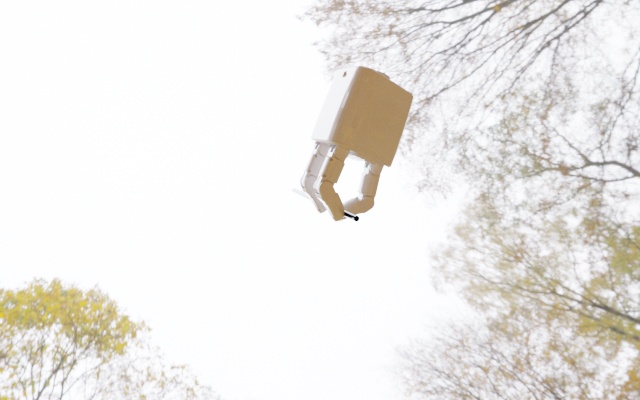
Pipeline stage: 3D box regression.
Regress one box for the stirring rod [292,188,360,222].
[{"bbox_3d":[0.000,0.002,0.707,0.011,0.011,0.239,0,10,-23],"label":"stirring rod"}]
